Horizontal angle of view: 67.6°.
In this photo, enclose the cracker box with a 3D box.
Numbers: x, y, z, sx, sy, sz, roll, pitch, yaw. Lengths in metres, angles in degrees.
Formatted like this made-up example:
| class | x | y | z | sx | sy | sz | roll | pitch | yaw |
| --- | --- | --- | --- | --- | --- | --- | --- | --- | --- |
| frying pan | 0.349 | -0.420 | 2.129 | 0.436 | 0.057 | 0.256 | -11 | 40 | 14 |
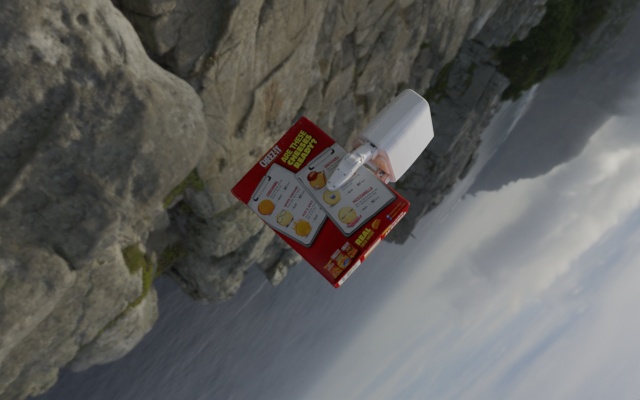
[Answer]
| class | x | y | z | sx | sy | sz | roll | pitch | yaw |
| --- | --- | --- | --- | --- | --- | --- | --- | --- | --- |
| cracker box | 0.000 | 0.002 | 0.726 | 0.213 | 0.164 | 0.072 | 41 | -8 | 14 |
